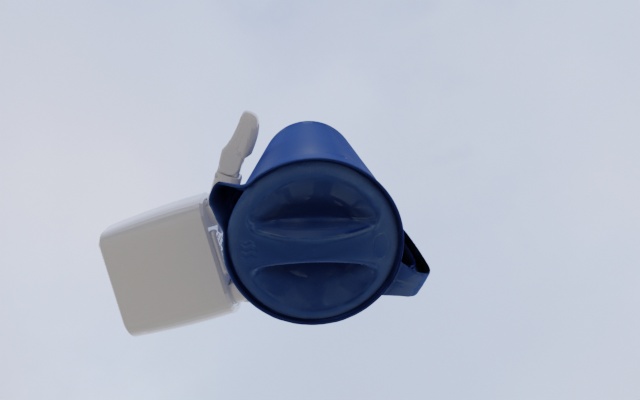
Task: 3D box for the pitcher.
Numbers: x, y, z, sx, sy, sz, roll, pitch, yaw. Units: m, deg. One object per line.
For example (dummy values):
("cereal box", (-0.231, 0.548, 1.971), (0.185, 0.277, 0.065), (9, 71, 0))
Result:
("pitcher", (0.000, 0.002, 0.455), (0.145, 0.149, 0.242), (-19, 19, 5))
